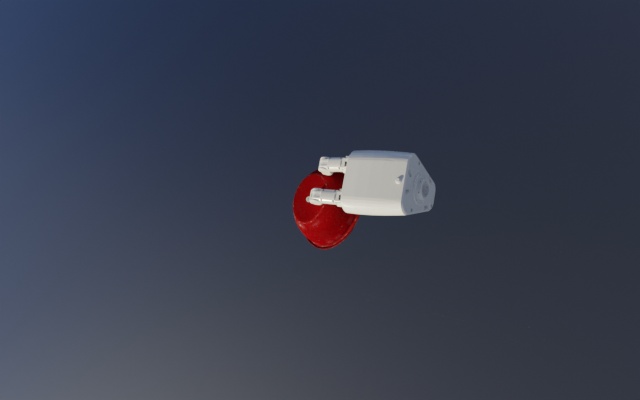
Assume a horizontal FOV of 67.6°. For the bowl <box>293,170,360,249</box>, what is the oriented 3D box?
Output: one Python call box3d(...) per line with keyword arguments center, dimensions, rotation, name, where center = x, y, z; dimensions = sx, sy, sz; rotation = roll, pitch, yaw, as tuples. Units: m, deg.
box3d(center=(-0.001, 0.003, 0.855), dimensions=(0.055, 0.162, 0.162), rotation=(19, -12, -38), name="bowl")
